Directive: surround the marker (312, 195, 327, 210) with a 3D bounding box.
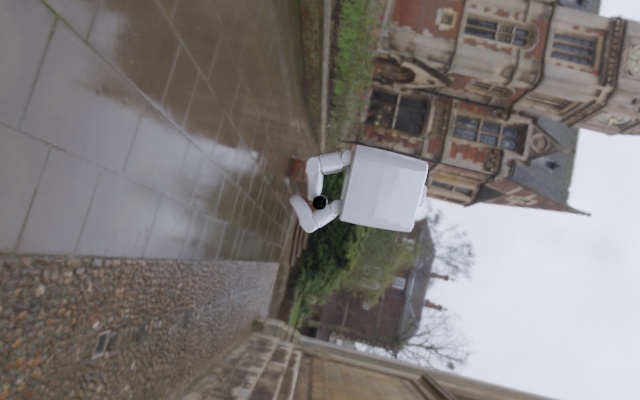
[{"bbox_3d":[0.000,0.002,0.691,0.020,0.020,0.121,0,1,1],"label":"marker"}]
